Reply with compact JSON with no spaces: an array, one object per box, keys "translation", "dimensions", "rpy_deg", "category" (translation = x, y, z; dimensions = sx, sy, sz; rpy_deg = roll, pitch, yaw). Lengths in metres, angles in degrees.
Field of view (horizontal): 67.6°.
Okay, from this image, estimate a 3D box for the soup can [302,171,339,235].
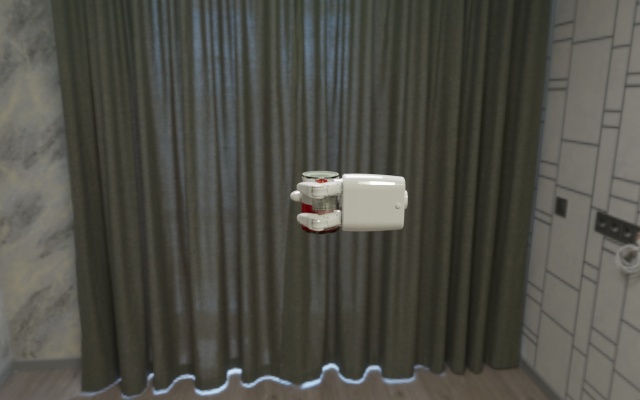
[{"translation":[0.000,0.002,0.852],"dimensions":[0.068,0.102,0.068],"rpy_deg":[0,13,0],"category":"soup can"}]
